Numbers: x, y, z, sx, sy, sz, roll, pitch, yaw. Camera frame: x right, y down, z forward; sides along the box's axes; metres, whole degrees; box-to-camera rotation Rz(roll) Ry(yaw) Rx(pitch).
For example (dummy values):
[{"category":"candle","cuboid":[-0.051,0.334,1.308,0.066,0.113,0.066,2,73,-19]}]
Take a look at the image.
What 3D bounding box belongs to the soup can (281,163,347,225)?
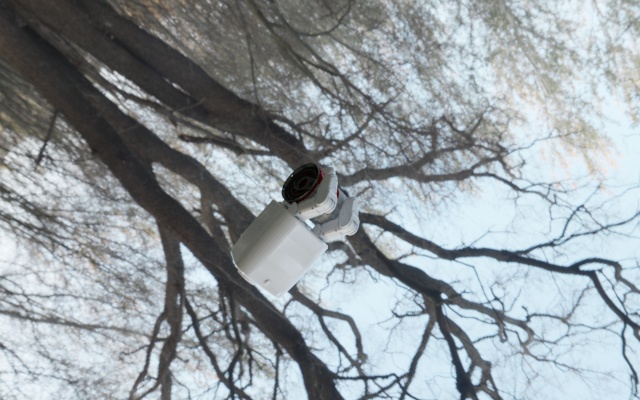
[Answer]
[{"category":"soup can","cuboid":[0.001,0.002,0.709,0.068,0.068,0.102,0,-35,47]}]
